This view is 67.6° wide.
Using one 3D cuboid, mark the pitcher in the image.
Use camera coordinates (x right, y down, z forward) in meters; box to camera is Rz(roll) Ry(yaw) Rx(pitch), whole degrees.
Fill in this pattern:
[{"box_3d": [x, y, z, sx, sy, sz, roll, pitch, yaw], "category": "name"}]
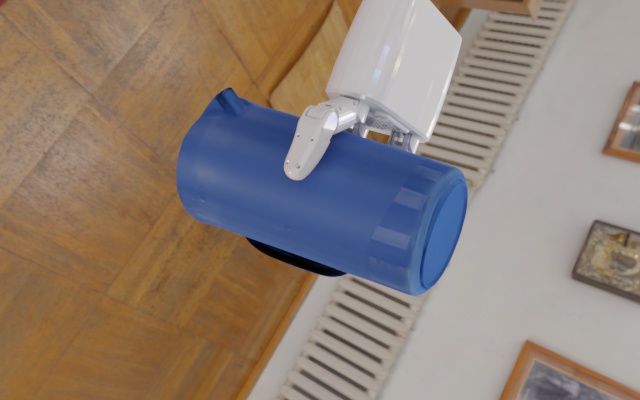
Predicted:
[{"box_3d": [0.000, 0.001, 0.439, 0.243, 0.145, 0.149, 20, -2, 29], "category": "pitcher"}]
